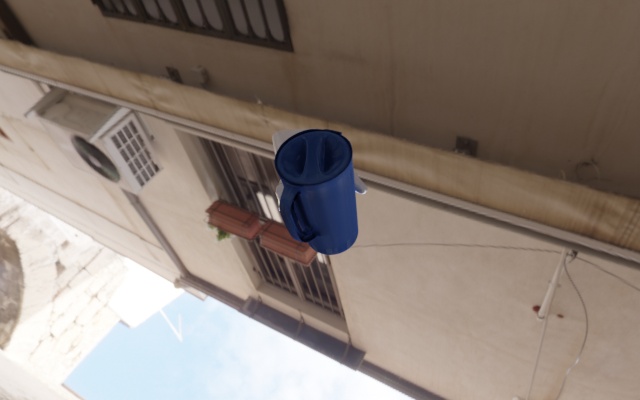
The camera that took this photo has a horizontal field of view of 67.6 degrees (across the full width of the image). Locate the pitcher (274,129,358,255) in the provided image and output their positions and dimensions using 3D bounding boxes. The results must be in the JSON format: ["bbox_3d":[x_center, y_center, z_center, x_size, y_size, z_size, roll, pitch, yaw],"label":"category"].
[{"bbox_3d":[0.000,0.003,0.882,0.149,0.145,0.243,-19,-40,-4],"label":"pitcher"}]
